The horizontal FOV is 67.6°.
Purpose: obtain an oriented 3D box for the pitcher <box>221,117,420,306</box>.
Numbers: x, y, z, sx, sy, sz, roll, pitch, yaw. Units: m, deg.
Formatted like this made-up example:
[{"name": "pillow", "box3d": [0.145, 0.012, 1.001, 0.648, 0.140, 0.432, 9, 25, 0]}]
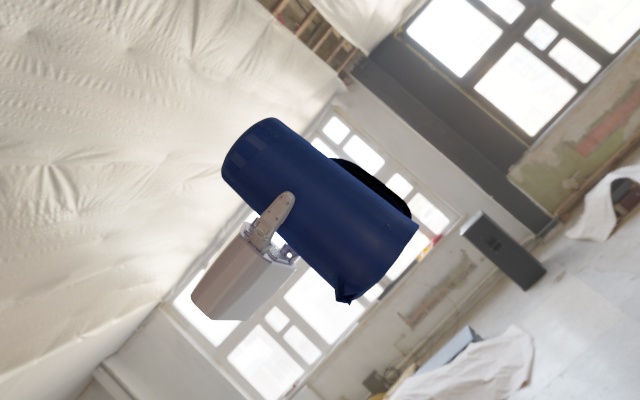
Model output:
[{"name": "pitcher", "box3d": [0.000, 0.002, 0.614, 0.243, 0.145, 0.149, 41, 6, 7]}]
